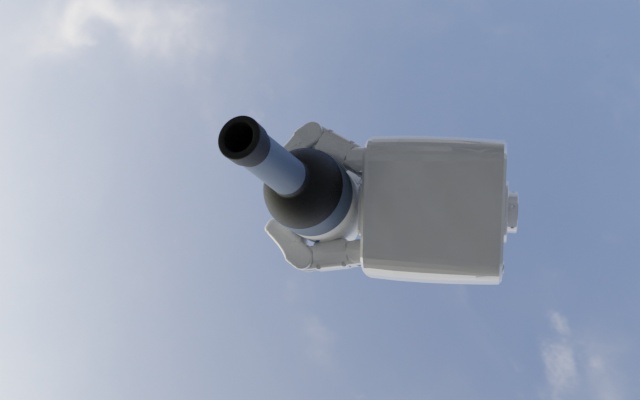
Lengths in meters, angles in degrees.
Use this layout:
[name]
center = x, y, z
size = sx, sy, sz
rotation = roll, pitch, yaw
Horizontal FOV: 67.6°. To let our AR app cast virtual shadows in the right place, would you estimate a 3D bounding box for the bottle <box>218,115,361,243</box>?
[bottle]
center = 0.000, 0.001, 0.407
size = 0.069, 0.069, 0.296
rotation = 0, -15, 19
